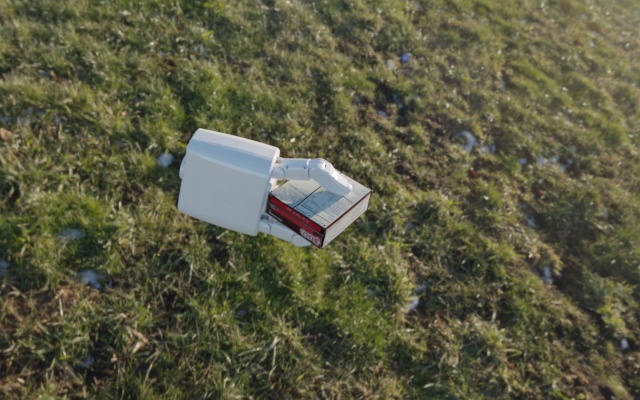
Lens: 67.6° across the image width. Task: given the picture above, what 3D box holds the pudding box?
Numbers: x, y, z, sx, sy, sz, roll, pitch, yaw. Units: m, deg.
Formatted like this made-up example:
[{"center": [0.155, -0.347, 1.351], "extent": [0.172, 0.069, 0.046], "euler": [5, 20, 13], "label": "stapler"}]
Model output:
[{"center": [0.000, 0.002, 0.609], "extent": [0.090, 0.039, 0.113], "euler": [33, 45, 21], "label": "pudding box"}]
